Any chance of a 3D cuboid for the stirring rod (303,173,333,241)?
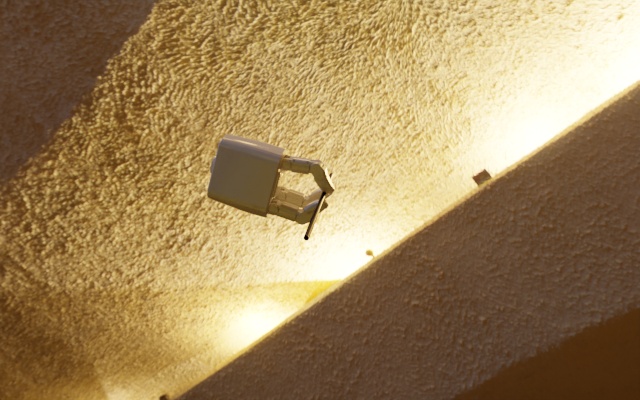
[{"bbox_3d":[0.000,0.002,0.751,0.011,0.011,0.239,0,24,10],"label":"stirring rod"}]
